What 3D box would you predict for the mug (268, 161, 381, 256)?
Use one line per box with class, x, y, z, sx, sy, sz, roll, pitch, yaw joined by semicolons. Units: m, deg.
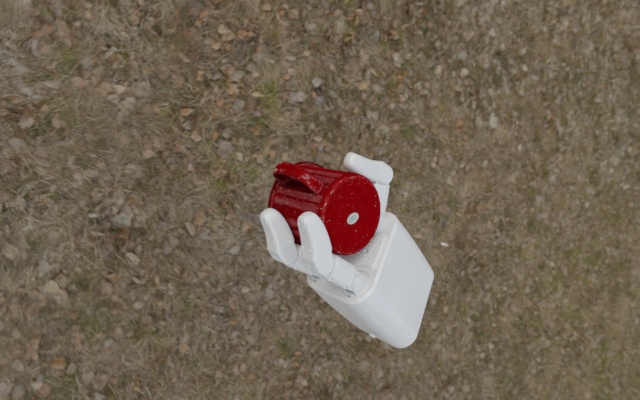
mug;-0.001;0.001;0.479;0.081;0.093;0.117;12;-29;50
